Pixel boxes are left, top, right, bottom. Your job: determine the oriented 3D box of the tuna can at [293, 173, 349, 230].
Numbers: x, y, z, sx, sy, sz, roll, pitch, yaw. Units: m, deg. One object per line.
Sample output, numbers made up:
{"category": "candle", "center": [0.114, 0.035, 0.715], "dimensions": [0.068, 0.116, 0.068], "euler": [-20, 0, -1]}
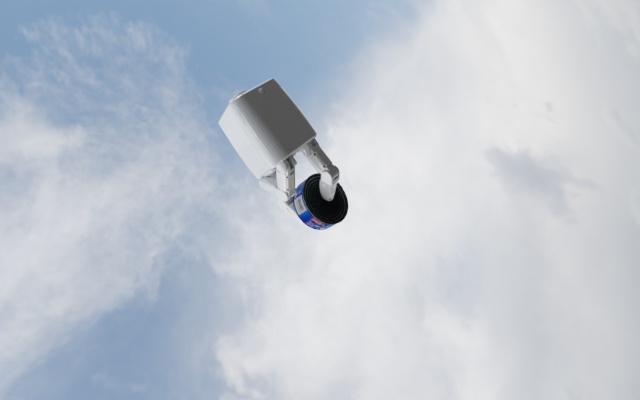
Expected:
{"category": "tuna can", "center": [0.000, 0.003, 0.746], "dimensions": [0.086, 0.086, 0.034], "euler": [0, -22, -37]}
